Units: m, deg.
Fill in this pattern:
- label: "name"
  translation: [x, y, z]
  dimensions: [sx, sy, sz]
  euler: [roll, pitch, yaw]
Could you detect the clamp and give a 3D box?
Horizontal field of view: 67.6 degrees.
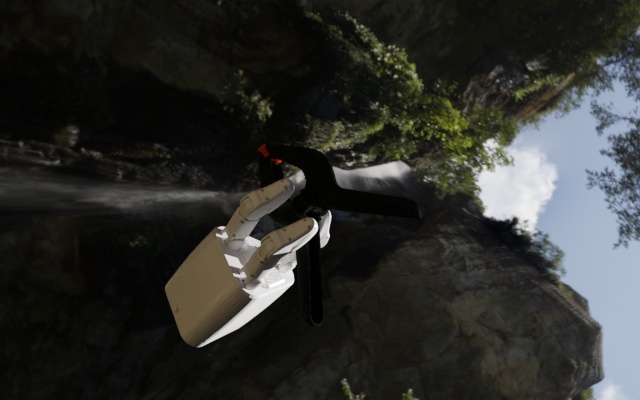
- label: "clamp"
  translation: [0.000, 0.002, 0.511]
  dimensions: [0.164, 0.210, 0.036]
  euler: [-43, -32, 18]
